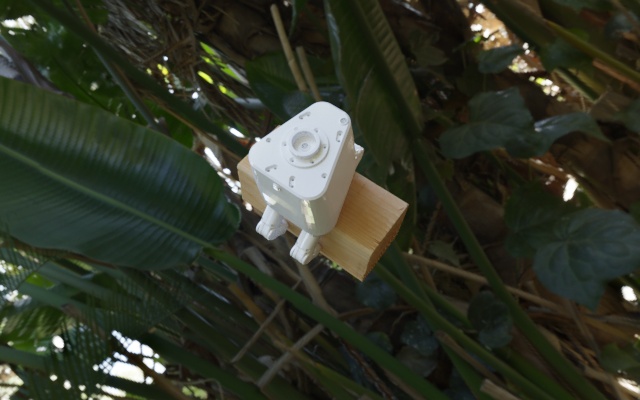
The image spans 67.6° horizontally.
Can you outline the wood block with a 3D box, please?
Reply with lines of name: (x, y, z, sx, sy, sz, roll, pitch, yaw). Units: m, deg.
wood block: (0.000, 0.002, 0.636, 0.206, 0.090, 0.090, 34, -27, 16)
